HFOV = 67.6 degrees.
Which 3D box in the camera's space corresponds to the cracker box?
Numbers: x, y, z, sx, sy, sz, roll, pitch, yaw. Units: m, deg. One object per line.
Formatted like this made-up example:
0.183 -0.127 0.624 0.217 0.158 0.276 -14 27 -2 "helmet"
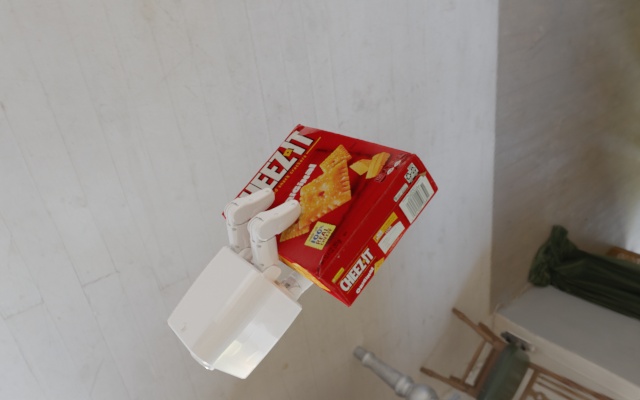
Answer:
0.000 0.002 0.558 0.213 0.164 0.072 24 -20 49 "cracker box"
